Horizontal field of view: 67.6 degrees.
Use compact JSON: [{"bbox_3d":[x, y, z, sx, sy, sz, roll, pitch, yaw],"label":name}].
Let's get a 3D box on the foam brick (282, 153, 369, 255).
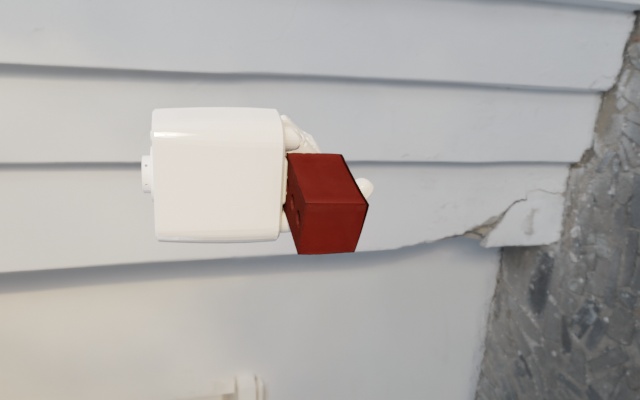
[{"bbox_3d":[0.000,0.001,0.402,0.051,0.053,0.078,-1,36,-17],"label":"foam brick"}]
